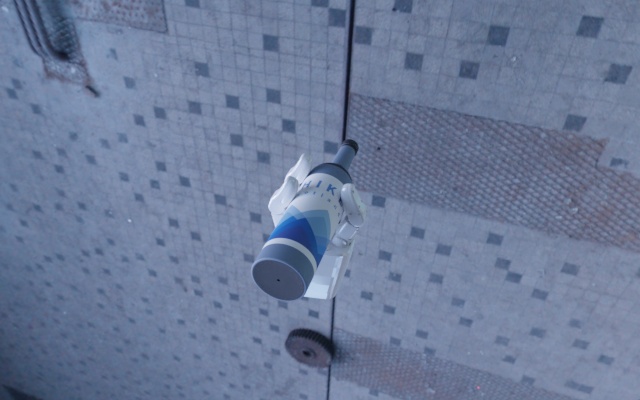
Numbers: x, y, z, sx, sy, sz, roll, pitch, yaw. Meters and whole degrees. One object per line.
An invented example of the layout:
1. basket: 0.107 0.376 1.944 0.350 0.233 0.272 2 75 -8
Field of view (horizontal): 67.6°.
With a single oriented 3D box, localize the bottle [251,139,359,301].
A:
1. bottle: 0.000 0.002 0.633 0.069 0.069 0.295 0 36 23
